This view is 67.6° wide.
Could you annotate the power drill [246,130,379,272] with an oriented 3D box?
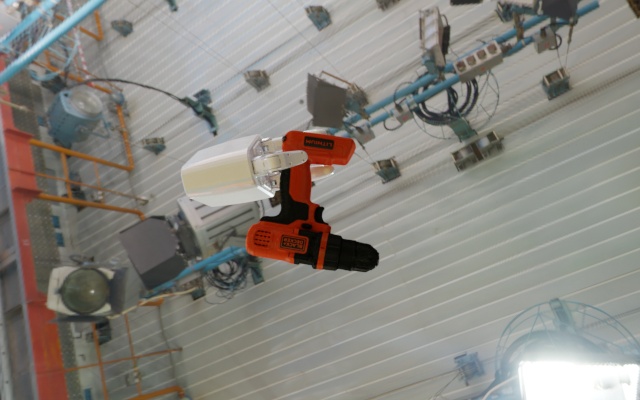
[{"bbox_3d":[0.000,0.002,0.671,0.184,0.187,0.057,9,-15,1],"label":"power drill"}]
